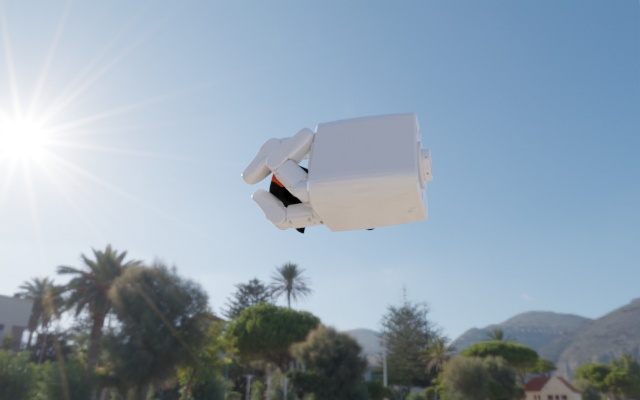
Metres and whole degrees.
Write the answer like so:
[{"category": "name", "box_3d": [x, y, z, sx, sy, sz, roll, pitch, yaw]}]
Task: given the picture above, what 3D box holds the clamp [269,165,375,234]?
[{"category": "clamp", "box_3d": [0.000, 0.001, 0.584, 0.120, 0.039, 0.171, -6, -25, 16]}]
